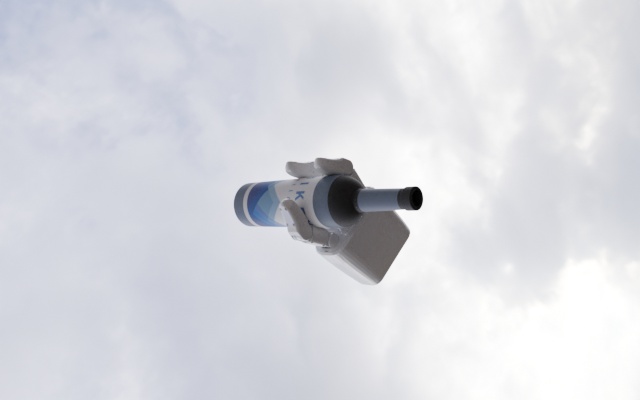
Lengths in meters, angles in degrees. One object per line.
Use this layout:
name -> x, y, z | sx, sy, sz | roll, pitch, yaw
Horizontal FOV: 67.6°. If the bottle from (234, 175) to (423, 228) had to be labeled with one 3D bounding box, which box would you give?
bottle -> 0.000, 0.002, 0.623 | 0.296, 0.069, 0.069 | -2, -2, 44
